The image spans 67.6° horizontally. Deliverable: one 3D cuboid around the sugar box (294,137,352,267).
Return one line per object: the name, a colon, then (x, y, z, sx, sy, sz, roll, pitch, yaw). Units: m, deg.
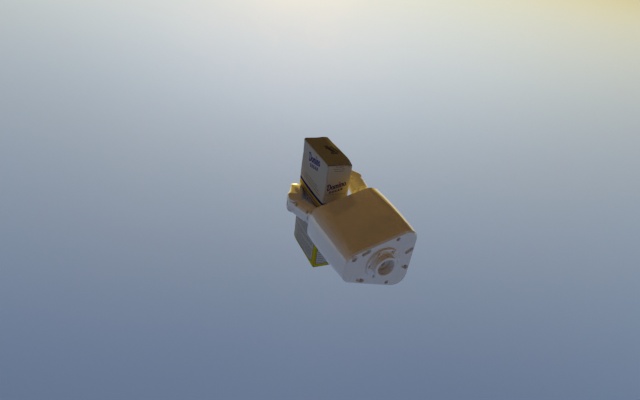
sugar box: (0.001, 0.002, 0.722, 0.048, 0.176, 0.093, -4, 34, -24)
